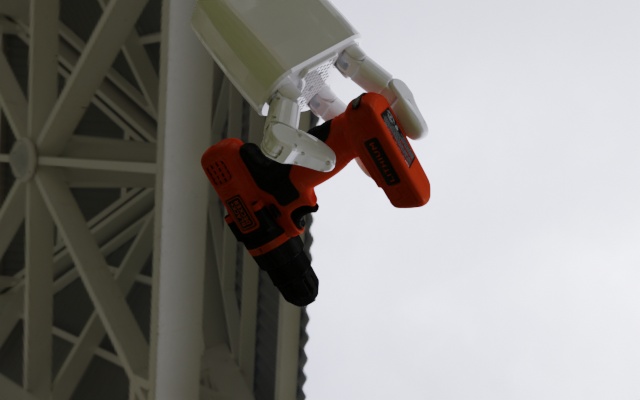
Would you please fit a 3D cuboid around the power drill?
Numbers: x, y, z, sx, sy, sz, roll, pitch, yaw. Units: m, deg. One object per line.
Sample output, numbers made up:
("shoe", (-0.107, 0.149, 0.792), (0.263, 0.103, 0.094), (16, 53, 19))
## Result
("power drill", (0.000, 0.001, 0.438), (0.188, 0.184, 0.057), (-24, 14, 25))
